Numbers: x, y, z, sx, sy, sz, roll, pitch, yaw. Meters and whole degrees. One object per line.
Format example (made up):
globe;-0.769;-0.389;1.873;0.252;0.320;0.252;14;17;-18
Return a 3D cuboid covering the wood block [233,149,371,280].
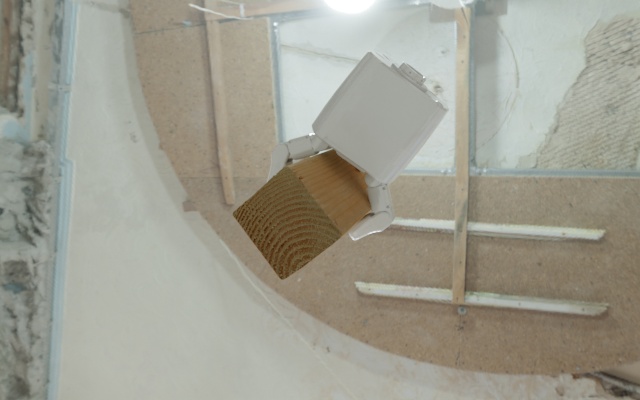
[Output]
wood block;0.001;0.002;0.571;0.090;0.091;0.206;-39;-3;25
